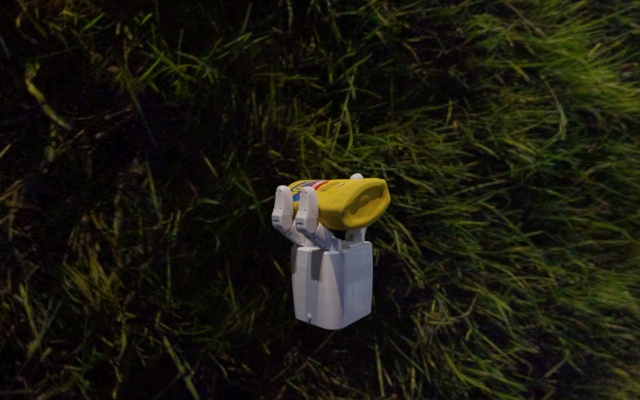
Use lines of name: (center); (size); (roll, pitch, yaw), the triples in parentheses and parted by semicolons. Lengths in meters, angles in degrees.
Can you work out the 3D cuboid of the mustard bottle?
mustard bottle: (0.000, 0.002, 0.683); (0.096, 0.058, 0.191); (-32, 21, -34)
